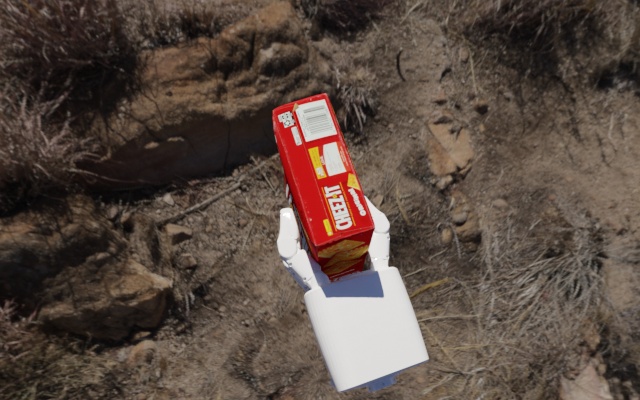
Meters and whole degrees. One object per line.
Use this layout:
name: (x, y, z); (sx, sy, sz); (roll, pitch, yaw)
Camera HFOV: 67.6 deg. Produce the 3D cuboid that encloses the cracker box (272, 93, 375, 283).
cracker box: (0.000, 0.002, 0.581); (0.072, 0.164, 0.214); (-16, -20, -6)
